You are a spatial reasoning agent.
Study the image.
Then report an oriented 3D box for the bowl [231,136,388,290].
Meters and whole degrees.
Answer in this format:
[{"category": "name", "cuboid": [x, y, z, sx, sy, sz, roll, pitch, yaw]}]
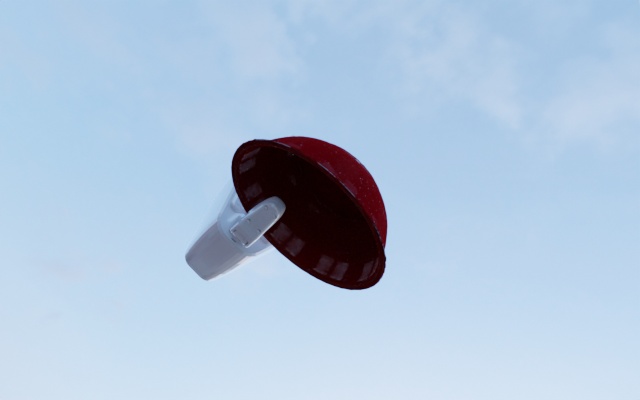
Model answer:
[{"category": "bowl", "cuboid": [0.001, 0.001, 0.413, 0.162, 0.162, 0.055, 0, 38, 50]}]
